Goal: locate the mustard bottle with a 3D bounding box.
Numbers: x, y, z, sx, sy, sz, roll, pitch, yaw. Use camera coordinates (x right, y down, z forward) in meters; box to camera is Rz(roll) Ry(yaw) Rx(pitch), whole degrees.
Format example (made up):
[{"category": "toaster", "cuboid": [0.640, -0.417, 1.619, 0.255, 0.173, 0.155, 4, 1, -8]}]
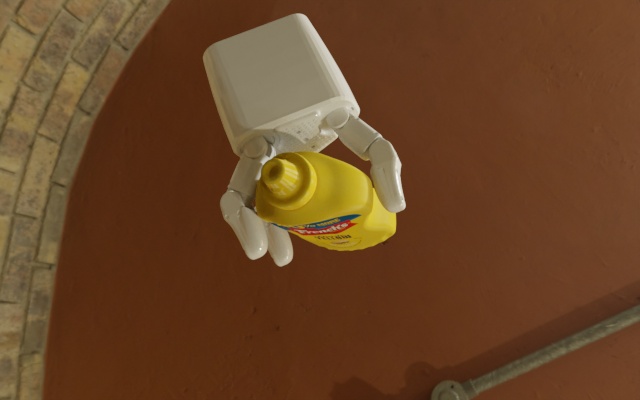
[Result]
[{"category": "mustard bottle", "cuboid": [0.000, 0.002, 0.406, 0.096, 0.058, 0.192, -4, -15, 19]}]
